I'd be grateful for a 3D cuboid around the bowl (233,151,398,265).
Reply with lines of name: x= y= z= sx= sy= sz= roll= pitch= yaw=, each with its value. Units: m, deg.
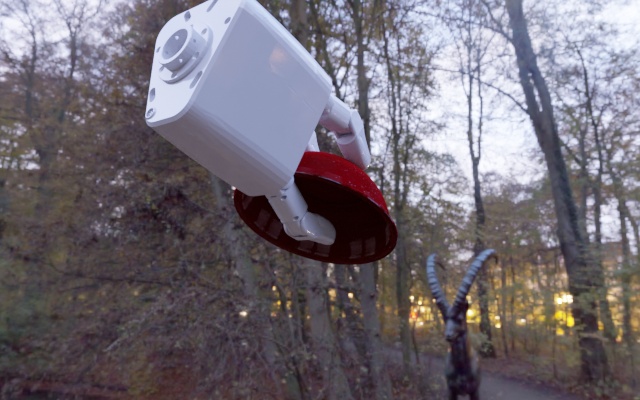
bowl: x=0.001 y=0.002 z=0.469 sx=0.162 sy=0.055 sz=0.162 roll=13 pitch=-32 yaw=8
